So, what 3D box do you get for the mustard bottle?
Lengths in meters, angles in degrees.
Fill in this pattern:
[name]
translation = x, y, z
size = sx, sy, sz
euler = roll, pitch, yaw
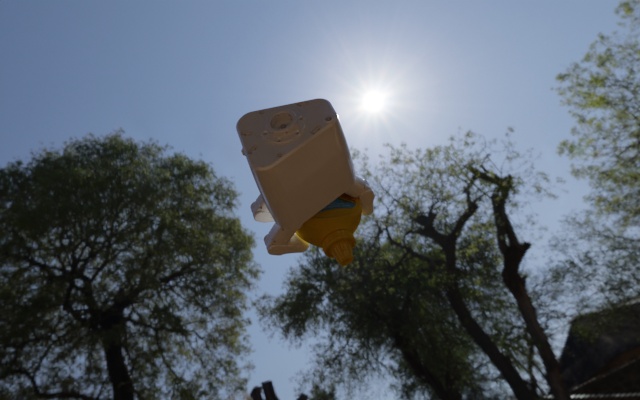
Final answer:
[mustard bottle]
translation = 0.000, 0.002, 0.616
size = 0.096, 0.191, 0.058
euler = -7, -41, -21
